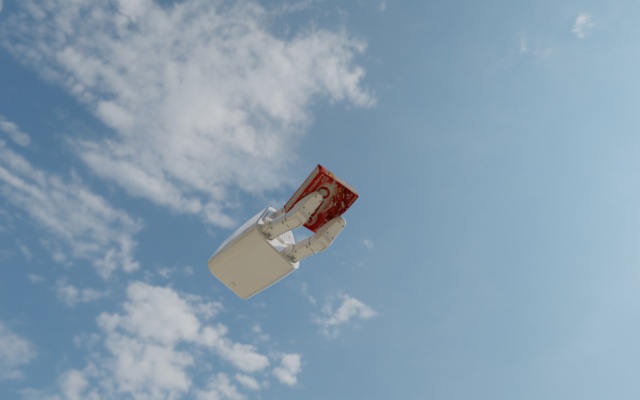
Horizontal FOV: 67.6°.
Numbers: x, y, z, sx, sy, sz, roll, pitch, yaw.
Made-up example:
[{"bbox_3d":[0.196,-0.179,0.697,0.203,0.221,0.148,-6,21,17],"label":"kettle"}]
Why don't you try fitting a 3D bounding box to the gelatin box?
[{"bbox_3d":[0.000,0.002,0.706,0.073,0.089,0.030,34,18,-21],"label":"gelatin box"}]
